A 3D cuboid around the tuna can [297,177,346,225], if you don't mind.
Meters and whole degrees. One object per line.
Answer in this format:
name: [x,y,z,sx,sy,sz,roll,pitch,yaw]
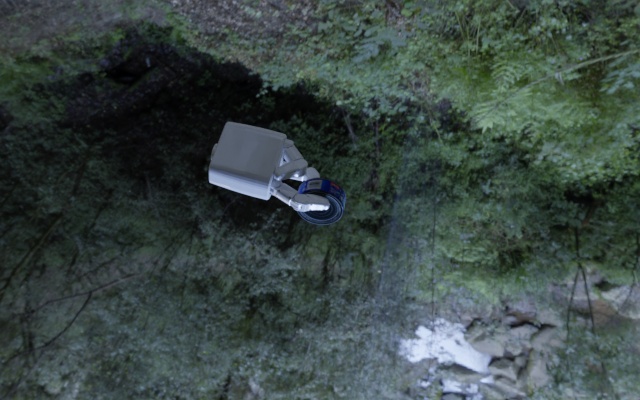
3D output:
tuna can: [0.000,0.003,0.826,0.086,0.033,0.086,6,-44,6]
